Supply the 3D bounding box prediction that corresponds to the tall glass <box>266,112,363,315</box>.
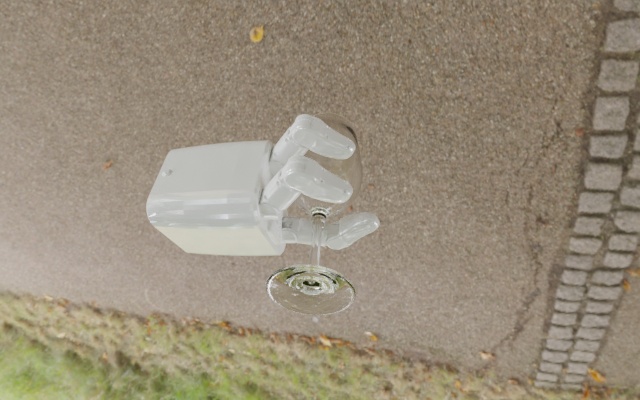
[{"bbox_3d":[0.000,0.002,0.455,0.079,0.200,0.079,4,-42,4],"label":"tall glass"}]
